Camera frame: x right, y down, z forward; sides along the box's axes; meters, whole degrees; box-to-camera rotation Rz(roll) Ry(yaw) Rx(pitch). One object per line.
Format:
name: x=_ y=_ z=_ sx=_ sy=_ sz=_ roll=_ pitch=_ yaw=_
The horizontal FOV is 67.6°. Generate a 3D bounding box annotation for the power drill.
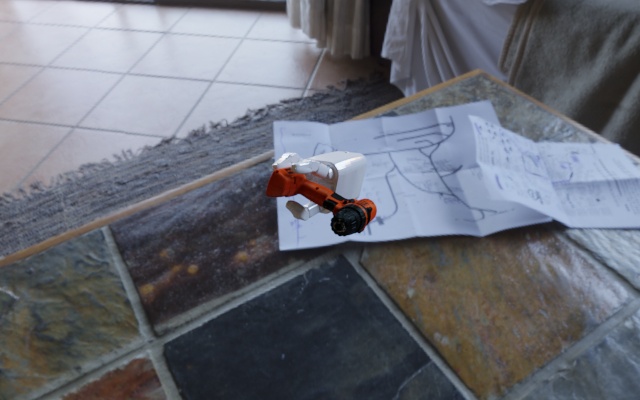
power drill: x=0.000 y=0.003 z=0.853 sx=0.187 sy=0.057 sz=0.184 roll=26 pitch=14 yaw=15
